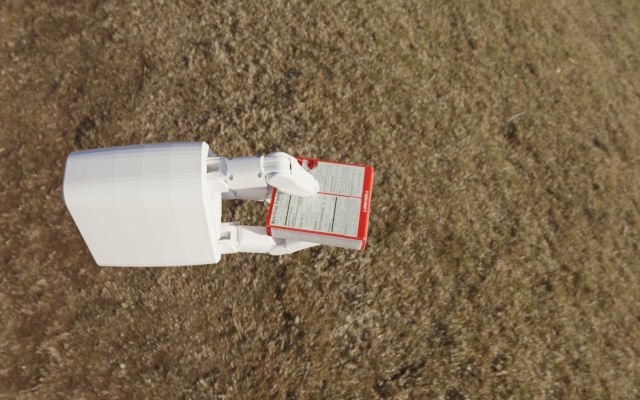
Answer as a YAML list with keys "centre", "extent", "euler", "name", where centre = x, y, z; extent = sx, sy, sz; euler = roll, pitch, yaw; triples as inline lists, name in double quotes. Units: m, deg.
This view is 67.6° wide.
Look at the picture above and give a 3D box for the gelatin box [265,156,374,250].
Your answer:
- centre: [0.000, 0.001, 0.432]
  extent: [0.089, 0.073, 0.030]
  euler: [7, -25, 3]
  name: "gelatin box"
